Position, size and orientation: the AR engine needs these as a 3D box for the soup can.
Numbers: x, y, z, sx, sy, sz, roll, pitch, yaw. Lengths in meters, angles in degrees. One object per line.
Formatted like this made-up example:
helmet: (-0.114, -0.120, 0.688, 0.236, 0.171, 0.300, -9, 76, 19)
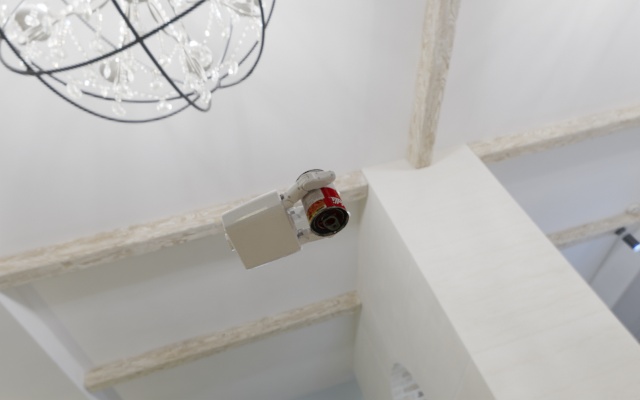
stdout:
soup can: (0.000, 0.002, 0.819, 0.068, 0.068, 0.102, 0, 42, -24)
